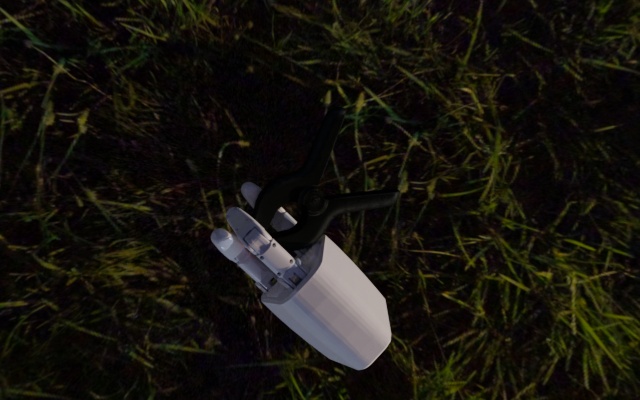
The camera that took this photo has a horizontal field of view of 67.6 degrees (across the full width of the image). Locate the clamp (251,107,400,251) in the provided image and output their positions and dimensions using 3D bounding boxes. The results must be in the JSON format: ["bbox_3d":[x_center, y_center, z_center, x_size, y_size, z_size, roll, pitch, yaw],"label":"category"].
[{"bbox_3d":[0.000,0.002,0.495,0.120,0.171,0.039,45,-4,-11],"label":"clamp"}]
